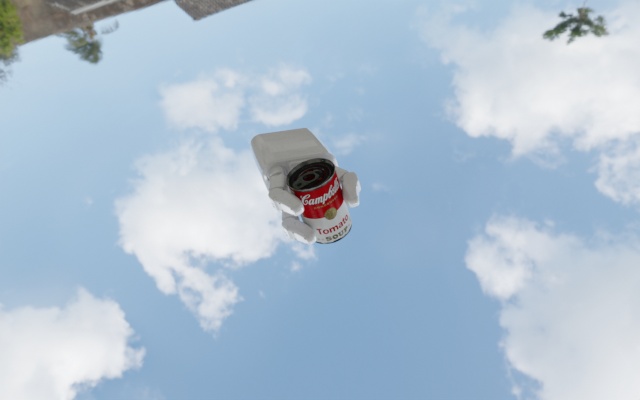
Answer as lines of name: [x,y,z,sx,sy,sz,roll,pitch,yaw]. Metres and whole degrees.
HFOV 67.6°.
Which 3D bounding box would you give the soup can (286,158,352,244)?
soup can: [0.000,0.003,0.660,0.068,0.102,0.068,-12,38,10]
